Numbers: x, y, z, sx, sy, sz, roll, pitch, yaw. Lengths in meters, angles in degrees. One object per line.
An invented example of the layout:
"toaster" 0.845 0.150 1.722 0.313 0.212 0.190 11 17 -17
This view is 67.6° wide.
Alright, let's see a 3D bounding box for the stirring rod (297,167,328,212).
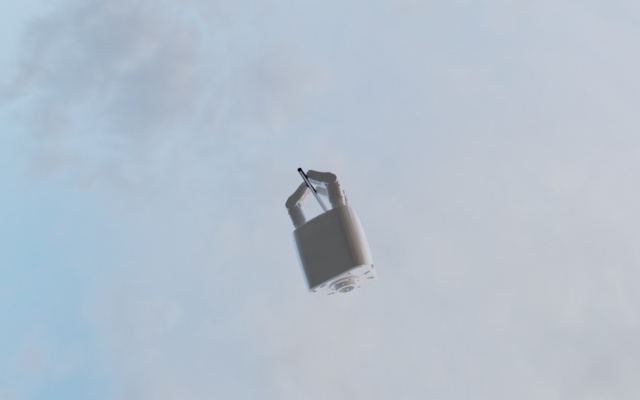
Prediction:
"stirring rod" 0.000 0.003 0.862 0.011 0.011 0.240 0 -26 18
